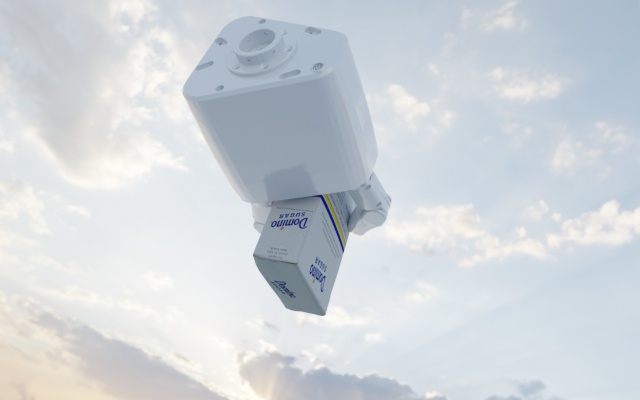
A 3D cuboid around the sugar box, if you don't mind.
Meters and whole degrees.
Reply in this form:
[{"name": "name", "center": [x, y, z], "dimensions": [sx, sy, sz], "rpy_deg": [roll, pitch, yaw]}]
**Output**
[{"name": "sugar box", "center": [0.000, 0.001, 0.425], "dimensions": [0.048, 0.176, 0.093], "rpy_deg": [7, -35, 22]}]
